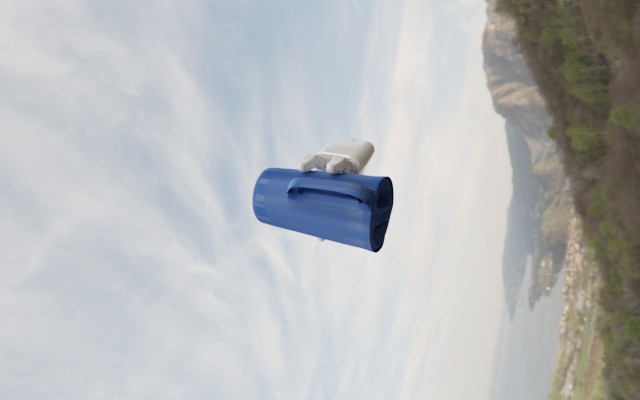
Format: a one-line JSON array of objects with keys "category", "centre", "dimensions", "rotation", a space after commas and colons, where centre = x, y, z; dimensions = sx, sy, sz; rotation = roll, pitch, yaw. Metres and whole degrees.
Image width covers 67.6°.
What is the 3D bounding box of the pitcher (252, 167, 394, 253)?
[{"category": "pitcher", "centre": [0.000, 0.003, 0.854], "dimensions": [0.243, 0.149, 0.145], "rotation": [9, 28, 22]}]
